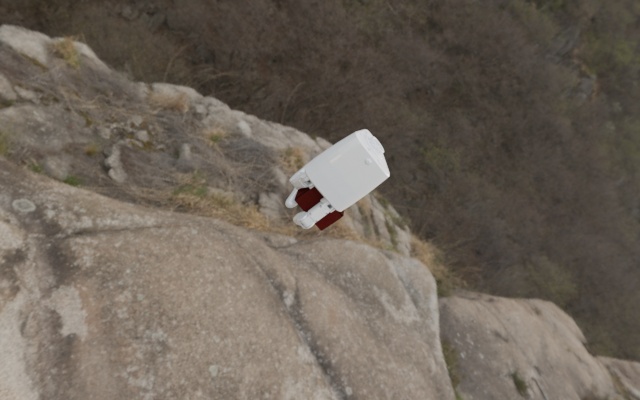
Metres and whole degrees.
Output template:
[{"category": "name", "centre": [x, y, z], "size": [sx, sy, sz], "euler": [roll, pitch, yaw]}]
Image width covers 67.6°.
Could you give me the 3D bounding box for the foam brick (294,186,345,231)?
[{"category": "foam brick", "centre": [0.000, 0.003, 0.838], "size": [0.051, 0.078, 0.053], "euler": [-35, 17, 20]}]
